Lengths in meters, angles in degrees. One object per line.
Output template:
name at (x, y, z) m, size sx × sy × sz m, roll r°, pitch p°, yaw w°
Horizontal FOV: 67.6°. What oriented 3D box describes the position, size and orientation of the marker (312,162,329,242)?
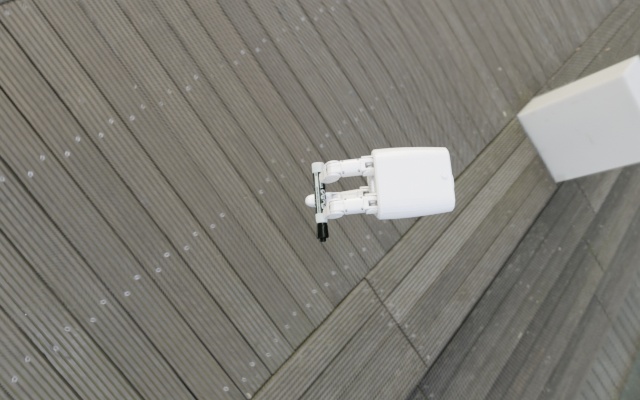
marker at (0.000, 0.002, 0.724) m, size 0.020 × 0.121 × 0.020 m, roll -4°, pitch -11°, yaw -1°
